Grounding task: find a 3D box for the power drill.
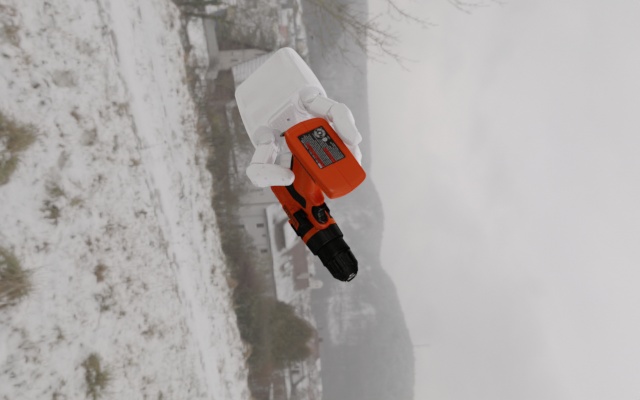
[{"bbox_3d":[0.000,0.002,0.601,0.057,0.184,0.188,-29,-20,-23],"label":"power drill"}]
